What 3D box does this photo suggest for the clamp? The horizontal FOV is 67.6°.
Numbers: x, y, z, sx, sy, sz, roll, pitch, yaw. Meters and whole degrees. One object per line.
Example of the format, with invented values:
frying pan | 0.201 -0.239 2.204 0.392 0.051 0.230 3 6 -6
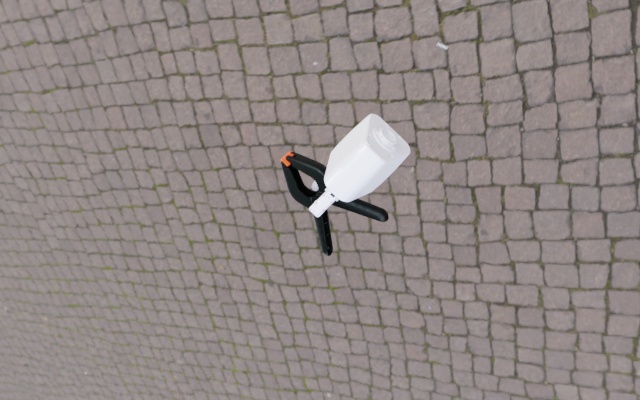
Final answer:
clamp | 0.000 0.003 0.873 0.165 0.210 0.036 -45 3 37
